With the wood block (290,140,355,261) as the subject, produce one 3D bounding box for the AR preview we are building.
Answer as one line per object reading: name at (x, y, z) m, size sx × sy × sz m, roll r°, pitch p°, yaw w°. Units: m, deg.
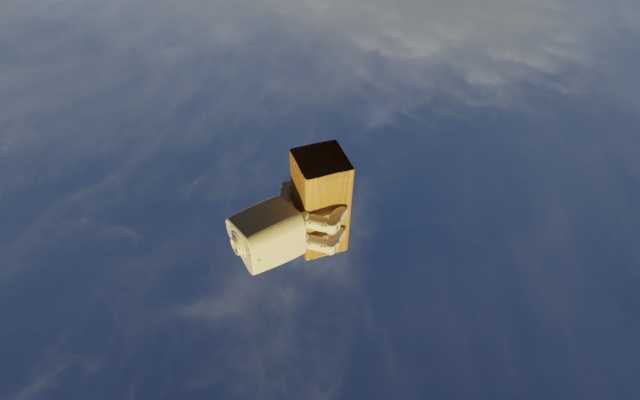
wood block at (0.000, 0.003, 0.880) m, size 0.090 × 0.206 × 0.090 m, roll -14°, pitch 46°, yaw -15°
